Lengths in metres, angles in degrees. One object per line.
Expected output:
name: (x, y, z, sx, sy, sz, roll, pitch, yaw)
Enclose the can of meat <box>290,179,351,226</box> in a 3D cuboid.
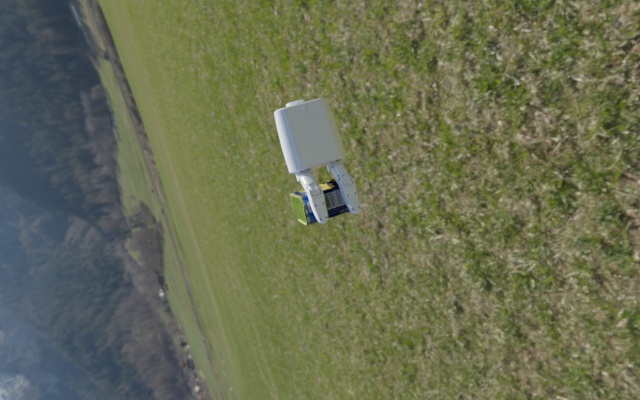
can of meat: (0.000, 0.003, 0.819, 0.084, 0.057, 0.102, -17, 9, -13)
